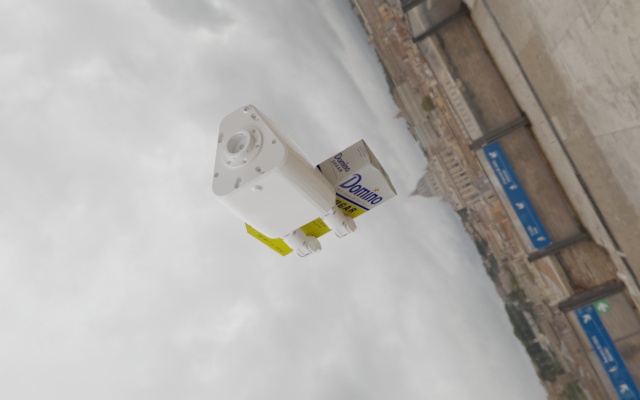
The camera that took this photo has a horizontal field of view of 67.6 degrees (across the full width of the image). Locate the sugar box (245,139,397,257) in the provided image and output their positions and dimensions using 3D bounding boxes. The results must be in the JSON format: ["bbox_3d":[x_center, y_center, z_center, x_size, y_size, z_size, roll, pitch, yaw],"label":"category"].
[{"bbox_3d":[0.000,0.002,0.603,0.176,0.048,0.093,-28,-34,14],"label":"sugar box"}]
